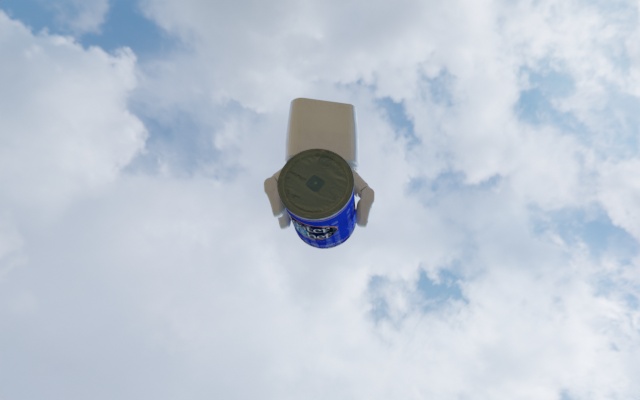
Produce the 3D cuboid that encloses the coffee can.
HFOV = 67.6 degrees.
[{"bbox_3d":[0.000,0.002,0.695,0.103,0.102,0.140,0,-22,6],"label":"coffee can"}]
